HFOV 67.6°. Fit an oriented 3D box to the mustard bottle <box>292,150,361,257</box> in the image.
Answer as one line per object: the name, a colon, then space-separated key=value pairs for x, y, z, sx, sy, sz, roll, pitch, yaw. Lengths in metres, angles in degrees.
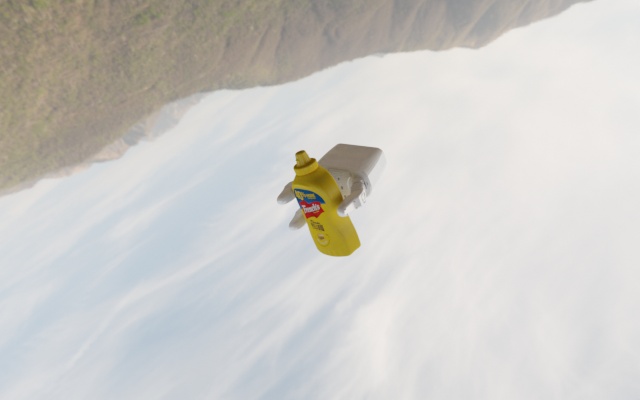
mustard bottle: x=0.000 y=0.003 z=0.811 sx=0.058 sy=0.192 sz=0.096 roll=-36 pitch=27 yaw=-29
